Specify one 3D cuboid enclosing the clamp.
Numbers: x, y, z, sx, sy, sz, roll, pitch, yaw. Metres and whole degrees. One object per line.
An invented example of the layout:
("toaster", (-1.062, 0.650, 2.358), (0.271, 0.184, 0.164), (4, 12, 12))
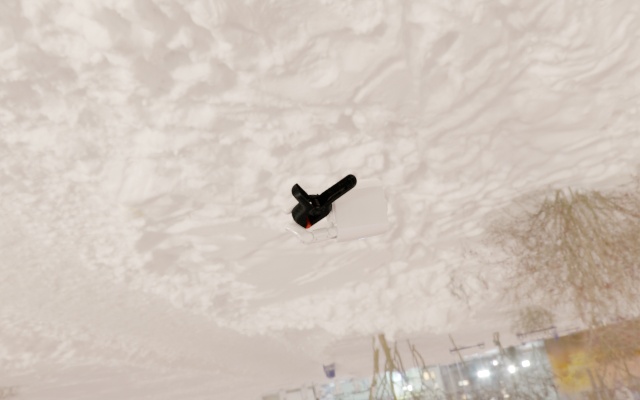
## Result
("clamp", (0.000, 0.004, 0.878), (0.120, 0.039, 0.171), (-9, -22, -11))
